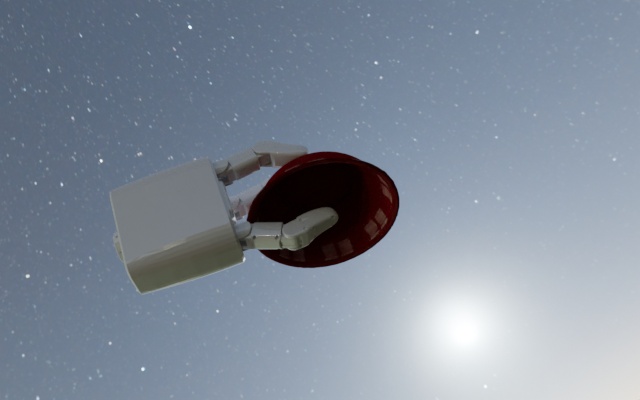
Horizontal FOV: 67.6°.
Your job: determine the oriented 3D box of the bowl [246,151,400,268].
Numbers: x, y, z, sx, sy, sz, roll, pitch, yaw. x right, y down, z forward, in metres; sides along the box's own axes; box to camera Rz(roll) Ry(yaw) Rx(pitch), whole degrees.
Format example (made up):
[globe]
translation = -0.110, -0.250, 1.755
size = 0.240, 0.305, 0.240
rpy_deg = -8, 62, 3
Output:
[bowl]
translation = 0.001, 0.001, 0.515
size = 0.162, 0.162, 0.055
rpy_deg = 0, 43, -14
